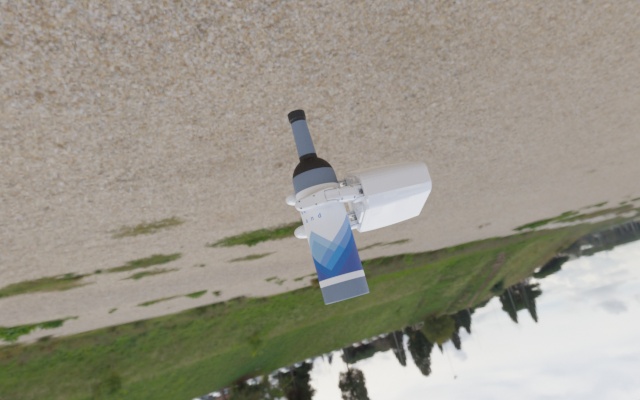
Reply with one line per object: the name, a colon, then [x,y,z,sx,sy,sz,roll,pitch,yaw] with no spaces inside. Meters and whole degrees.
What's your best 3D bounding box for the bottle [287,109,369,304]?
bottle: [0.000,0.003,0.716,0.069,0.295,0.069,-15,-11,-3]
